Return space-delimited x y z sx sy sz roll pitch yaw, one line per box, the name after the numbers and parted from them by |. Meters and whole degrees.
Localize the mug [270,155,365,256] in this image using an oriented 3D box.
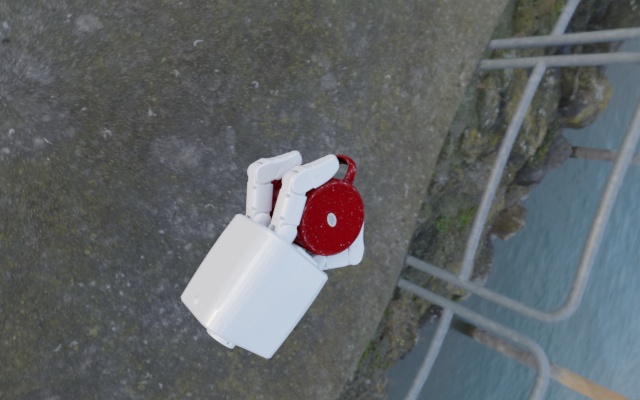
0.001 0.001 0.518 0.093 0.117 0.081 41 -12 -33 | mug
